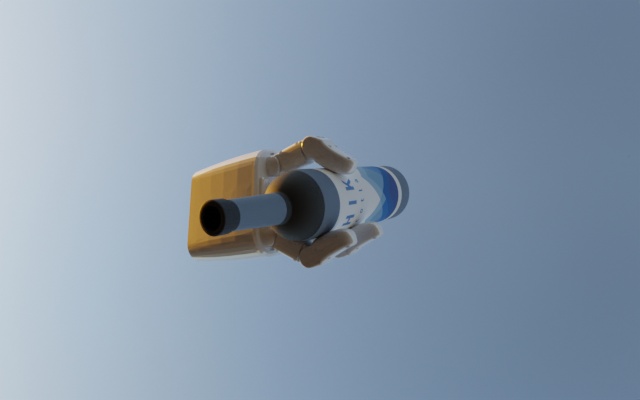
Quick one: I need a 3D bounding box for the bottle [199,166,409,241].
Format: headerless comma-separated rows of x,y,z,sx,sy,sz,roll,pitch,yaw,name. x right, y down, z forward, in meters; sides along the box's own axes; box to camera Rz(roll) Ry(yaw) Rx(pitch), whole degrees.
0.000,0.001,0.471,0.069,0.069,0.295,0,4,33,bottle
